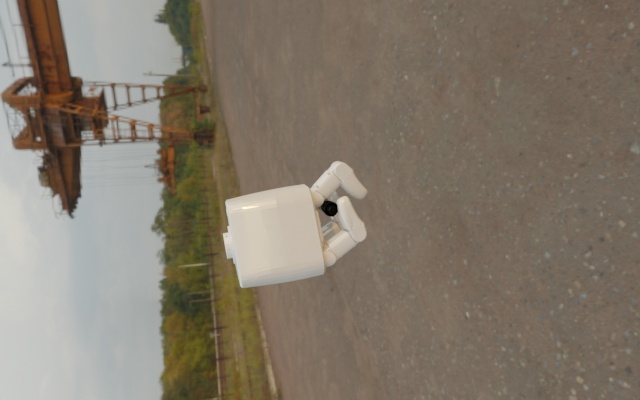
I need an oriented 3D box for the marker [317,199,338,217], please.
[{"bbox_3d":[0.000,0.002,0.639,0.020,0.020,0.121,0,10,-14],"label":"marker"}]
